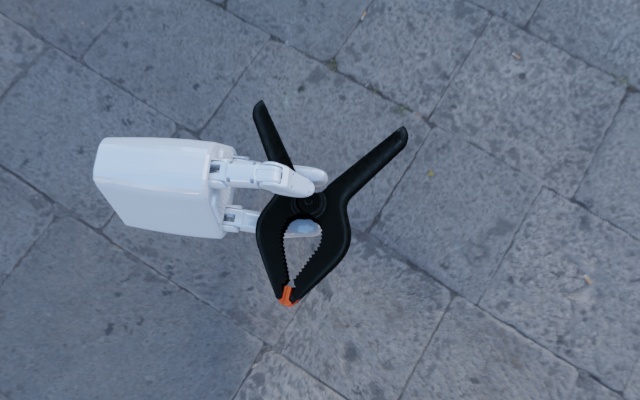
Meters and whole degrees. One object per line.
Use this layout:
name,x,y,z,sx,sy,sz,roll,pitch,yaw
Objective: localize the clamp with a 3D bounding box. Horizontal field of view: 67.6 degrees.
clamp,0.000,0.002,0.476,0.164,0.210,0.036,5,-15,6
